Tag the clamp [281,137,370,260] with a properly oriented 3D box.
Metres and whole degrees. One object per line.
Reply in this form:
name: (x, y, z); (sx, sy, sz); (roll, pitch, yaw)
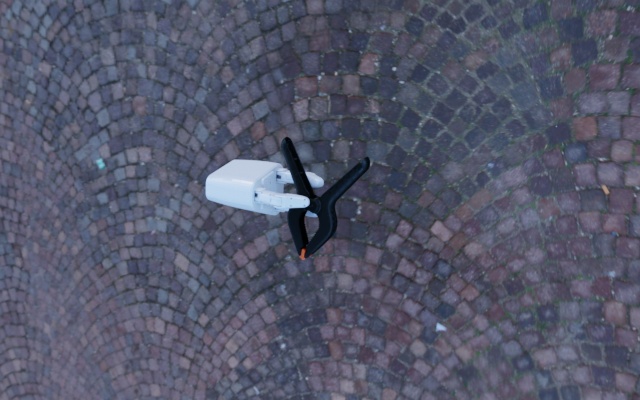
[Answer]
clamp: (0.000, 0.003, 0.821); (0.164, 0.210, 0.036); (9, 12, 25)
